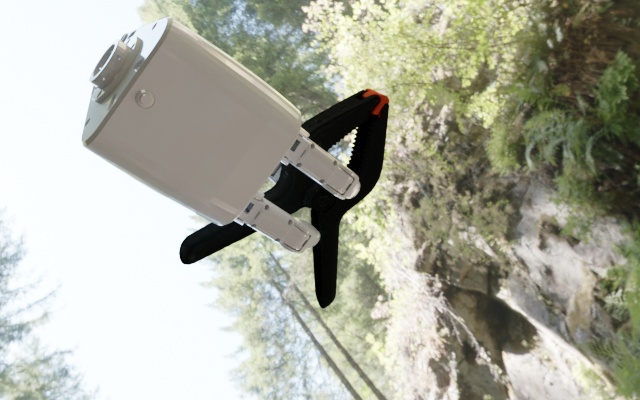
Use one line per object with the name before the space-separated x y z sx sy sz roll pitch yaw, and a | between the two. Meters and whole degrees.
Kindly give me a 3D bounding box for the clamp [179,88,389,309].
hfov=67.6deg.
clamp | 0.000 0.001 0.425 0.165 0.210 0.036 34 7 -36
